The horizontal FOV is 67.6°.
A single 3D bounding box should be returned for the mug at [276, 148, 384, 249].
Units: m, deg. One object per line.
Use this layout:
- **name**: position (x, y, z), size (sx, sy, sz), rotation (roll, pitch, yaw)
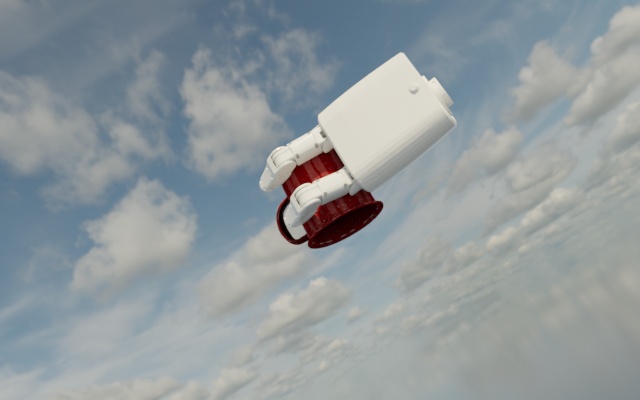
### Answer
- **mug**: position (-0.001, 0.002, 0.531), size (0.117, 0.081, 0.093), rotation (-36, -20, 18)
